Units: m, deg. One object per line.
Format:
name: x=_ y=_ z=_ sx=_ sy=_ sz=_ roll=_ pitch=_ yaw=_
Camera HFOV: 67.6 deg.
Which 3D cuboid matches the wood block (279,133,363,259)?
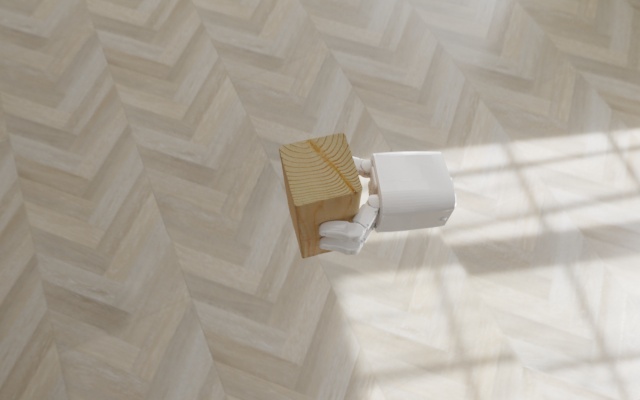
wood block: x=0.000 y=0.002 z=0.691 sx=0.090 sy=0.090 sz=0.206 roll=-13 pitch=-24 yaw=-6
